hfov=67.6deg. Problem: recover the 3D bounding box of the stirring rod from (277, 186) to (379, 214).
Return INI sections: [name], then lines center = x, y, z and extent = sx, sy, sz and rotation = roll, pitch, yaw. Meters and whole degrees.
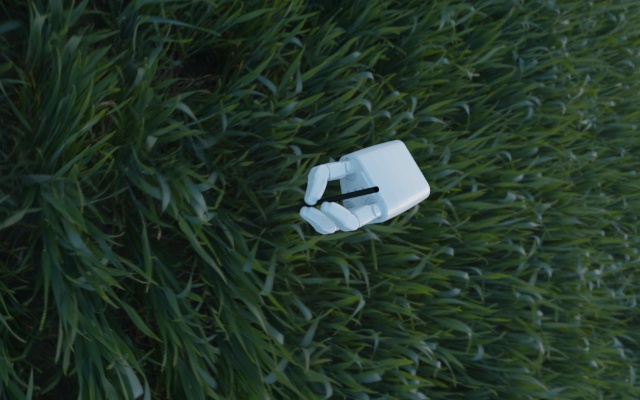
[stirring rod]
center = 0.000, 0.002, 0.667
extent = 0.011, 0.011, 0.239
rotation = 0, -7, -34
